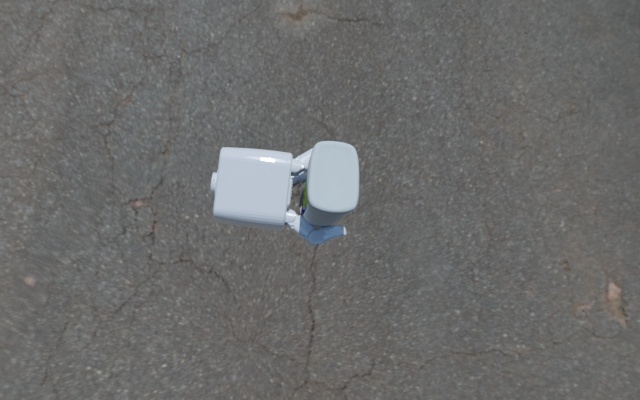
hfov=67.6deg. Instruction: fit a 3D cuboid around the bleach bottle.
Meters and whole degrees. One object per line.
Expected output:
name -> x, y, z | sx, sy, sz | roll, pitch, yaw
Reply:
bleach bottle -> 0.000, 0.002, 0.730 | 0.068, 0.102, 0.251 | 5, -18, -7
